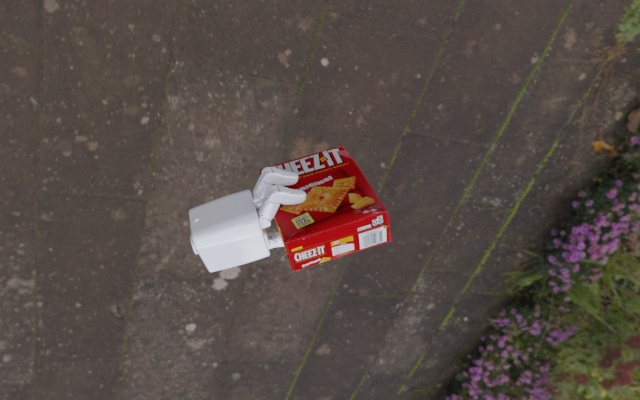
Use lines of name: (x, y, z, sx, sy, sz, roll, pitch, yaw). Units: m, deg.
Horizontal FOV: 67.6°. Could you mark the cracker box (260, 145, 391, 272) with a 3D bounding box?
cracker box: (0.000, 0.003, 0.793, 0.164, 0.072, 0.213, -16, 39, -8)
